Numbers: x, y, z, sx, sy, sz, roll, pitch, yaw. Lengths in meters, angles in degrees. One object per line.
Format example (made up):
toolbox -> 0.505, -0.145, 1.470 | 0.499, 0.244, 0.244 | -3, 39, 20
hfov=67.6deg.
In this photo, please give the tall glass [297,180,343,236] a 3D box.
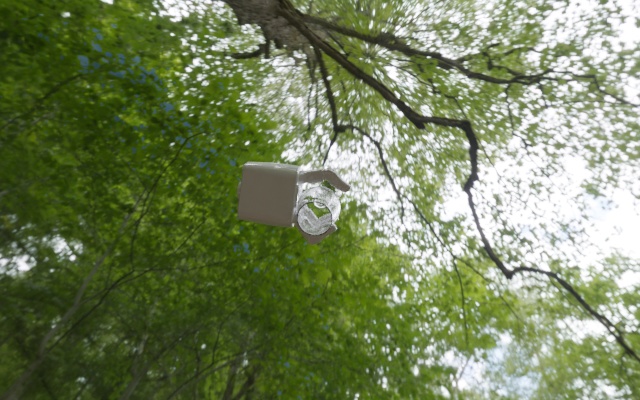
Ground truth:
tall glass -> 0.000, 0.003, 0.899 | 0.079, 0.079, 0.201 | 0, 16, 6
